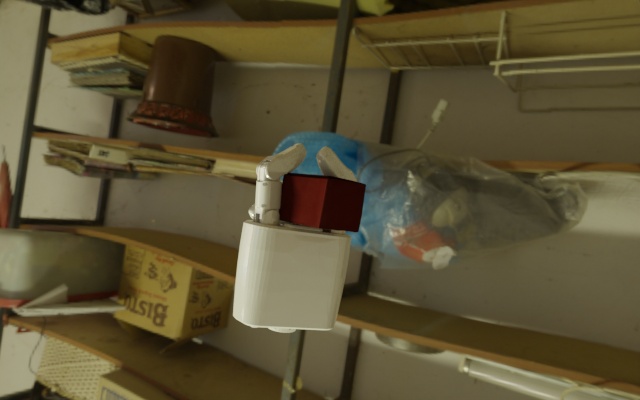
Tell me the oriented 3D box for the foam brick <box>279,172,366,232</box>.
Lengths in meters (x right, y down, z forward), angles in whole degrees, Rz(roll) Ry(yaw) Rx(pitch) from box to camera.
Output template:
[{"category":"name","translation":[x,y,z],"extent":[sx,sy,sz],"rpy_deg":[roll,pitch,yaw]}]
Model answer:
[{"category":"foam brick","translation":[0.000,0.002,0.493],"extent":[0.053,0.051,0.078],"rpy_deg":[10,-1,-38]}]
